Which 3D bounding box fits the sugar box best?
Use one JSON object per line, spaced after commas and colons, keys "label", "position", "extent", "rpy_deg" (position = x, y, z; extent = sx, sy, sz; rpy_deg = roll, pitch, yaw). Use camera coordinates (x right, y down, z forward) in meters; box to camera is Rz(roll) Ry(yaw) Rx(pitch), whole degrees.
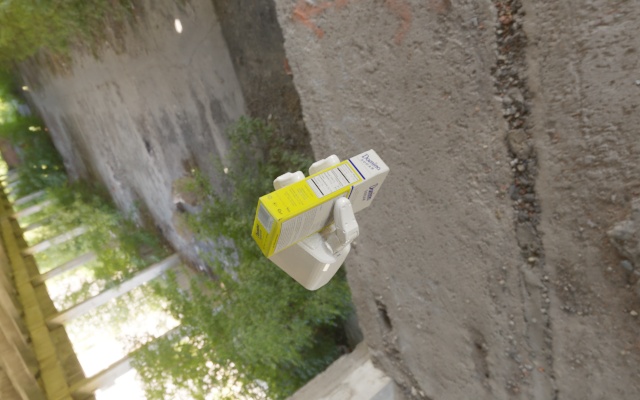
{"label": "sugar box", "position": [0.000, 0.002, 0.621], "extent": [0.176, 0.048, 0.093], "rpy_deg": [-27, -22, -30]}
